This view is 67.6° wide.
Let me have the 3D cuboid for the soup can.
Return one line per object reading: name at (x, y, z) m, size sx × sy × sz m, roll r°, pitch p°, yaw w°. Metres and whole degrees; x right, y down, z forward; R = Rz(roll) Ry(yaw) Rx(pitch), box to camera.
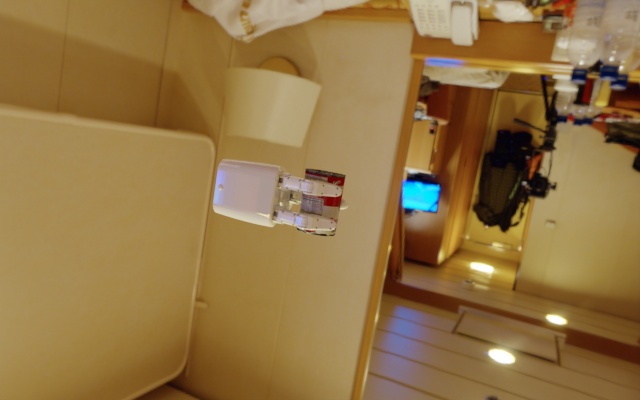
soup can at (0.001, 0.003, 0.790) m, size 0.068 × 0.102 × 0.068 m, roll 10°, pitch 6°, yaw -1°
